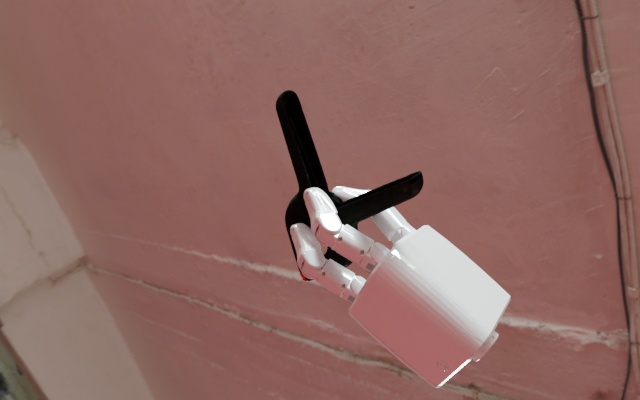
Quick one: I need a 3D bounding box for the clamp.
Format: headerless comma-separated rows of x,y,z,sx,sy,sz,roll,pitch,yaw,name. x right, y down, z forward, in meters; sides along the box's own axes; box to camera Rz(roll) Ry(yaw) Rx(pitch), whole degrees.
0.001,0.002,0.490,0.164,0.210,0.036,42,48,19,clamp
